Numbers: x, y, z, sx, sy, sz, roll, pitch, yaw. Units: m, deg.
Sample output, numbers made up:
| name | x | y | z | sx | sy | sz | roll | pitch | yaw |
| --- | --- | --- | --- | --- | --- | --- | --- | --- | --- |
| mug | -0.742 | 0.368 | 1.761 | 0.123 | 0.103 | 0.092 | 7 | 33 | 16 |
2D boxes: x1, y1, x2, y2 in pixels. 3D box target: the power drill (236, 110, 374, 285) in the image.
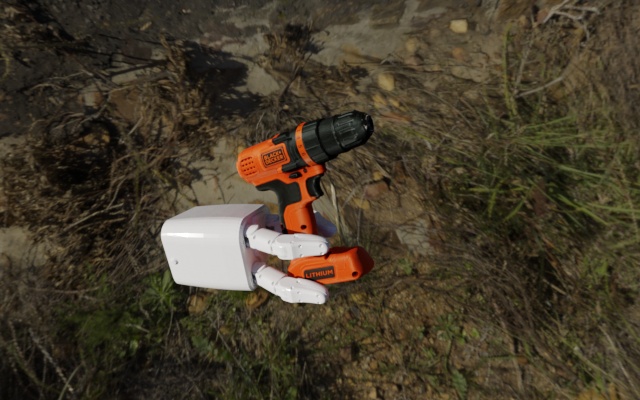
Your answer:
| name | x | y | z | sx | sy | sz | roll | pitch | yaw |
| --- | --- | --- | --- | --- | --- | --- | --- | --- | --- |
| power drill | 0.000 | 0.002 | 0.563 | 0.184 | 0.187 | 0.057 | -15 | 4 | 33 |
